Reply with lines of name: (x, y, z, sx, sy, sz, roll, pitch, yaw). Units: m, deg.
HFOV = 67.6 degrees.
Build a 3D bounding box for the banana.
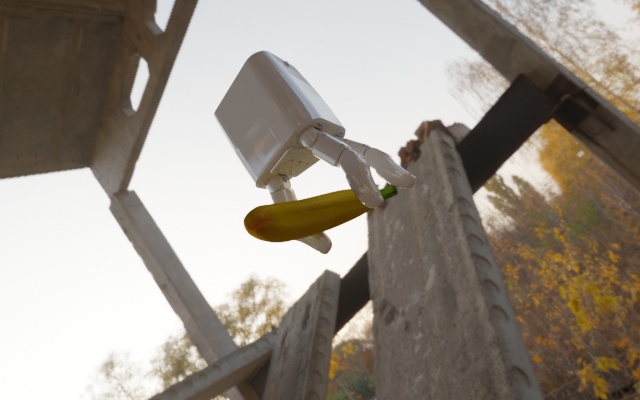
banana: (-0.008, 0.010, 0.464, 0.198, 0.037, 0.070, -15, -21, -45)
